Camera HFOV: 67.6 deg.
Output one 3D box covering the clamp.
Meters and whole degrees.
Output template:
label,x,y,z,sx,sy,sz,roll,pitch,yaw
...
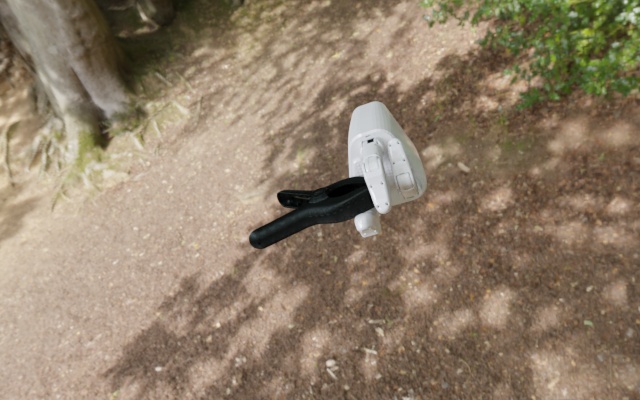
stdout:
label,x,y,z,sx,sy,sz,roll,pitch,yaw
clamp,0.000,0.001,0.589,0.171,0.039,0.120,-16,29,14
